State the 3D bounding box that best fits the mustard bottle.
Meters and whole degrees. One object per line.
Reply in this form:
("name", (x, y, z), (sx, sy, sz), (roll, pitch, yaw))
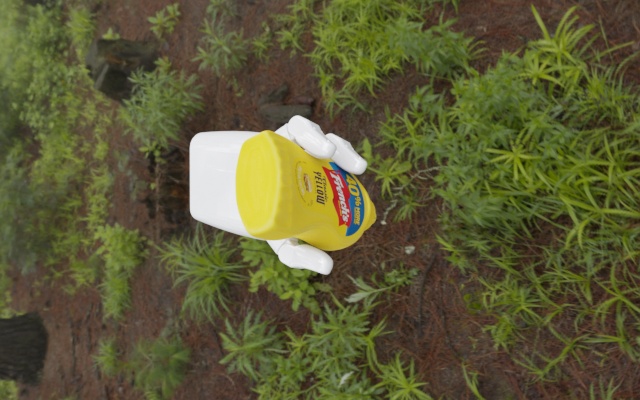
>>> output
("mustard bottle", (0.000, 0.002, 0.491), (0.058, 0.096, 0.192), (-20, -23, 33))
